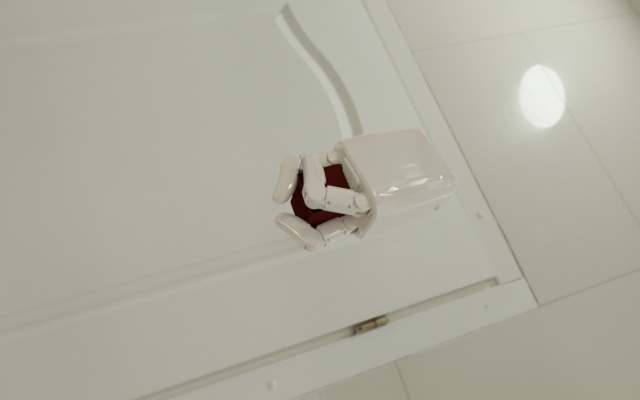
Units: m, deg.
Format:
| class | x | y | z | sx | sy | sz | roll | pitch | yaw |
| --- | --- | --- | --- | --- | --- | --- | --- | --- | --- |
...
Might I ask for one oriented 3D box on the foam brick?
| class | x | y | z | sx | sy | sz | roll | pitch | yaw |
| --- | --- | --- | --- | --- | --- | --- | --- | --- | --- |
| foam brick | 0.000 | 0.002 | 0.560 | 0.051 | 0.053 | 0.078 | -15 | -21 | -17 |
